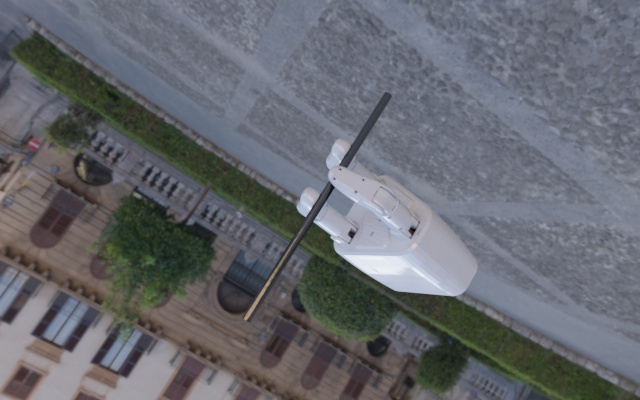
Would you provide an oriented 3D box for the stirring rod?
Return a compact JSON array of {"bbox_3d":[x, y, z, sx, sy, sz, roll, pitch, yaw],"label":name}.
[{"bbox_3d":[0.000,0.001,0.426,0.011,0.239,0.011,31,-10,6],"label":"stirring rod"}]
